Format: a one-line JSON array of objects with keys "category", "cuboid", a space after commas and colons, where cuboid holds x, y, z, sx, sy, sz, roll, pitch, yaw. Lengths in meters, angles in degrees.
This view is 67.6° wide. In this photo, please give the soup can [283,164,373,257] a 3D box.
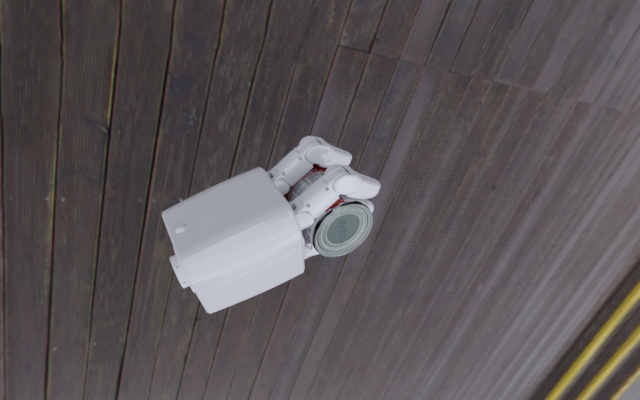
[{"category": "soup can", "cuboid": [0.001, 0.002, 0.493, 0.068, 0.068, 0.102, 0, 34, -33]}]
